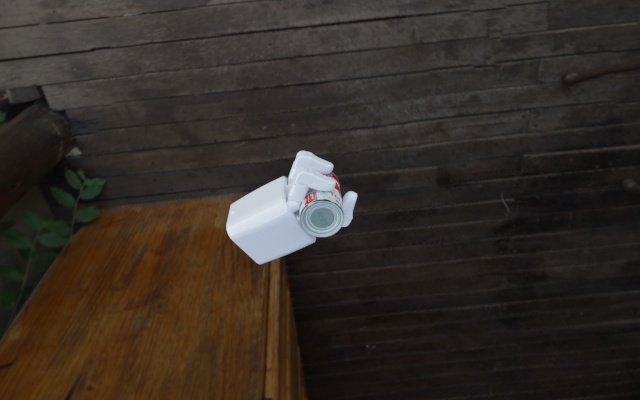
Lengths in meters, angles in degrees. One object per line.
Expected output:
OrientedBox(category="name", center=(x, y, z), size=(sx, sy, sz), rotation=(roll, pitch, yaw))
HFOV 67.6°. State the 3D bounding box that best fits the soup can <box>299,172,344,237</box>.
OrientedBox(category="soup can", center=(0.001, 0.002, 0.749), size=(0.068, 0.068, 0.102), rotation=(0, 30, -3))
